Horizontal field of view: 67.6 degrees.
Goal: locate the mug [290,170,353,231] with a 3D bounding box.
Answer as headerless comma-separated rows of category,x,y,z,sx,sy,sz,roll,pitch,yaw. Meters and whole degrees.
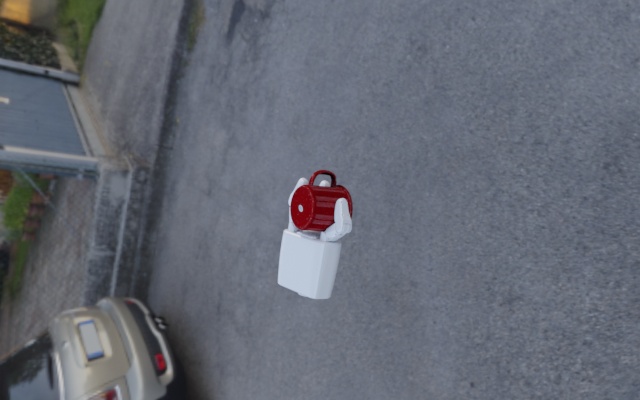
mug,0.000,0.001,0.863,0.081,0.117,0.093,5,6,-34
